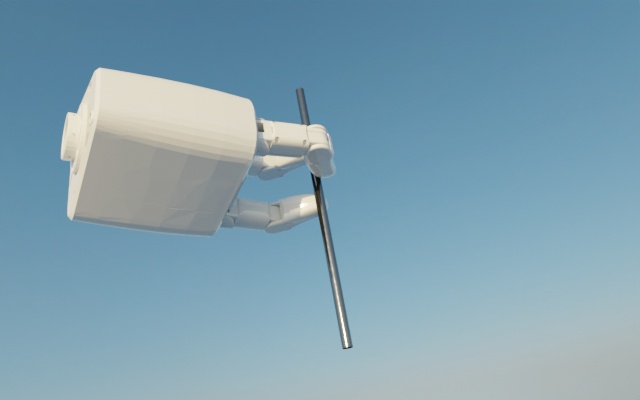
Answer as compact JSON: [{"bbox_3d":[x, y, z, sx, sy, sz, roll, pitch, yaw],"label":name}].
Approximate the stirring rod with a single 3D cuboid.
[{"bbox_3d":[0.000,0.001,0.400,0.011,0.239,0.011,-8,-26,-4],"label":"stirring rod"}]
